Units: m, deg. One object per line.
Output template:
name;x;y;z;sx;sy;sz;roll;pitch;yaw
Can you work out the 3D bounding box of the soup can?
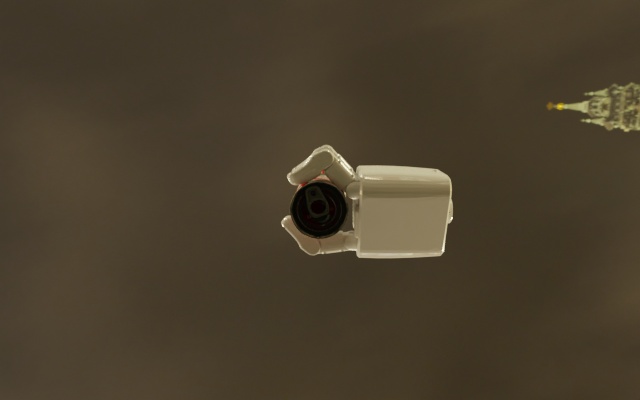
soup can;0.000;0.002;0.598;0.068;0.068;0.102;0;11;2
